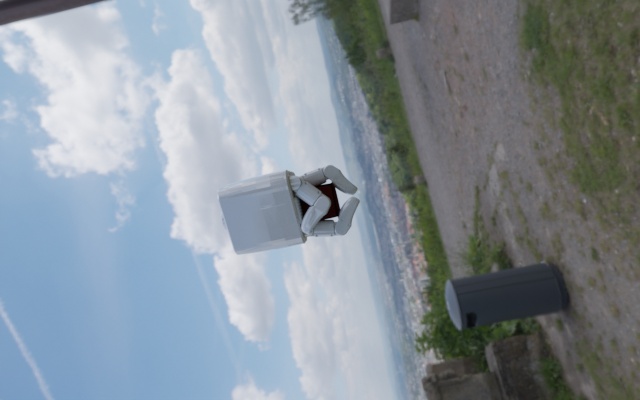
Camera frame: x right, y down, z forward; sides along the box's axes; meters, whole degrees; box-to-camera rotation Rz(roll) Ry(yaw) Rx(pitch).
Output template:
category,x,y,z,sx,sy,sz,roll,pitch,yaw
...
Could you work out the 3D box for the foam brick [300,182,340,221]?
category,x,y,z,sx,sy,sz,roll,pitch,yaw
foam brick,0.000,0.002,0.730,0.051,0.053,0.078,-13,0,5
